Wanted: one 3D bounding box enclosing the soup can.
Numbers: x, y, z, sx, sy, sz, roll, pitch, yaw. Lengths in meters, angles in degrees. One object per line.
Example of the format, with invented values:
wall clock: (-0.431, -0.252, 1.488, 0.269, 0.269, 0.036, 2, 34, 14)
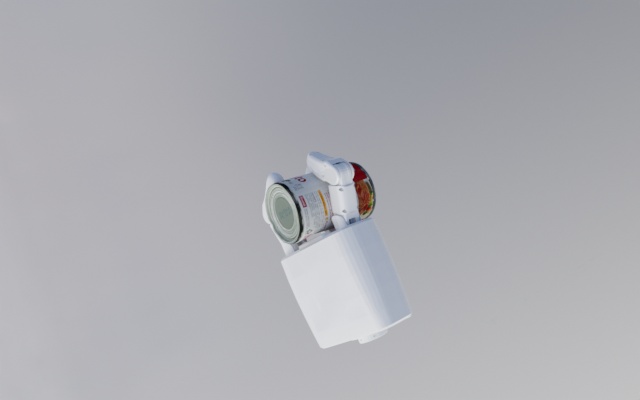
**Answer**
soup can: (0.000, 0.001, 0.518, 0.102, 0.068, 0.068, -18, 10, -34)
